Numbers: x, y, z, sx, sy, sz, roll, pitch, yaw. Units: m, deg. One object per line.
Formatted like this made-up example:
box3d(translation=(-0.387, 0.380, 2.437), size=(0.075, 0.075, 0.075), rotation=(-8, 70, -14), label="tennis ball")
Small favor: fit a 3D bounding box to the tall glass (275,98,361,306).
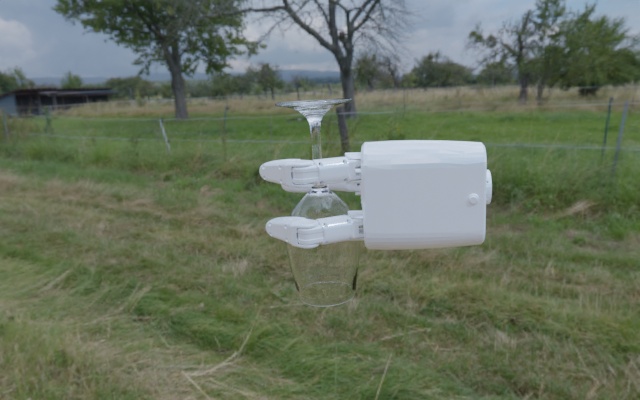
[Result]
box3d(translation=(0.000, 0.001, 0.480), size=(0.079, 0.201, 0.079), rotation=(-3, 13, 1), label="tall glass")
